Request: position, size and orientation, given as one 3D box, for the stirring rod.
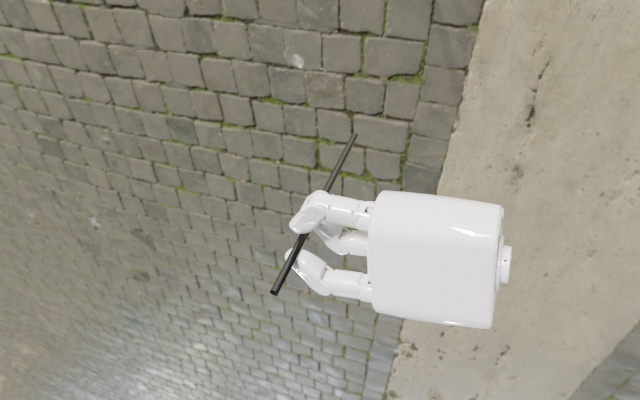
[{"bbox_3d":[0.000,0.002,0.506,0.011,0.011,0.239,0,43,28],"label":"stirring rod"}]
